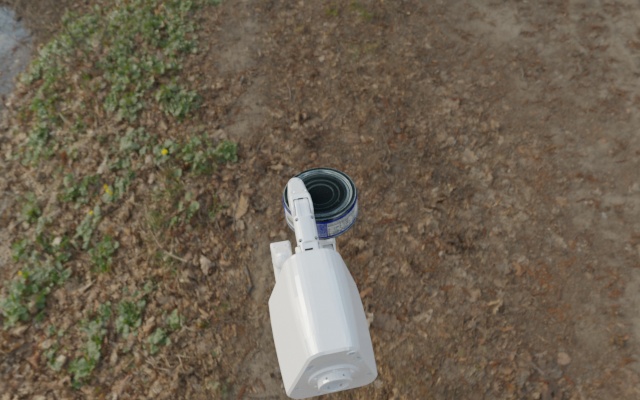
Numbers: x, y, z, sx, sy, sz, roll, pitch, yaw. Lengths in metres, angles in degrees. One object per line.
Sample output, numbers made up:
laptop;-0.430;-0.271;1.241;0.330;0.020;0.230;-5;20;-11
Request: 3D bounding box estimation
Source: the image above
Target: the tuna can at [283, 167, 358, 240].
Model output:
tuna can;0.000;0.001;0.547;0.086;0.086;0.034;0;-42;5
